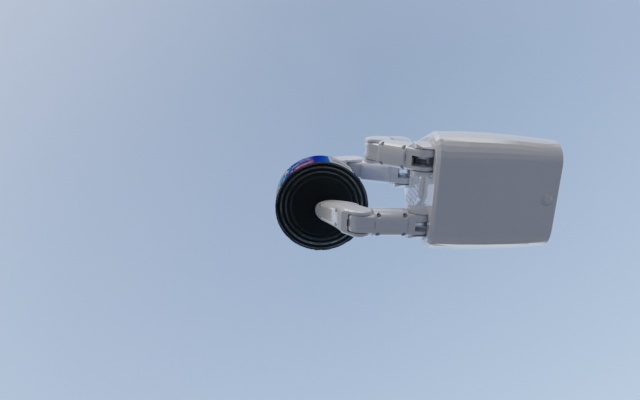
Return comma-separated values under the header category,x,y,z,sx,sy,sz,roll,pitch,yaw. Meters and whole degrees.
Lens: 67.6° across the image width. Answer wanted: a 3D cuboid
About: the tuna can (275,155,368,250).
category,x,y,z,sx,sy,sz,roll,pitch,yaw
tuna can,0.000,0.001,0.452,0.086,0.086,0.033,0,18,-5
